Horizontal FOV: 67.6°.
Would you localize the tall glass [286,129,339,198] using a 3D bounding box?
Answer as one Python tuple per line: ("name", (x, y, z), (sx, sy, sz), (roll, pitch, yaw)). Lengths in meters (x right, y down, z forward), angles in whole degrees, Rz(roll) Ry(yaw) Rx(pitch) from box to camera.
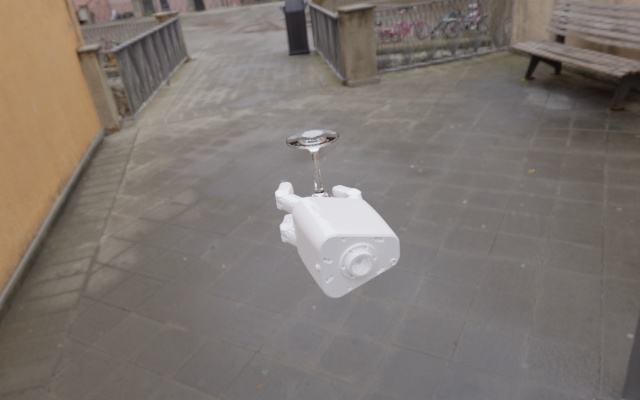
("tall glass", (0.000, 0.002, 0.703), (0.079, 0.201, 0.079), (-6, 27, 3))
